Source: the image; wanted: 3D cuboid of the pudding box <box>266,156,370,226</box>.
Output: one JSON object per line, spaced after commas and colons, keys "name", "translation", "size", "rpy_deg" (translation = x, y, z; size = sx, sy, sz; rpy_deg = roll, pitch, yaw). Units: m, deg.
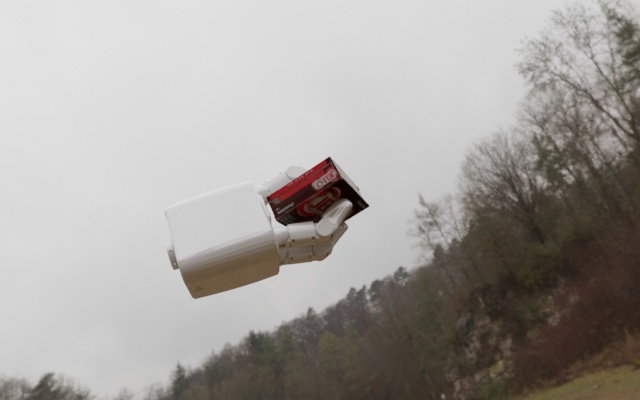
{"name": "pudding box", "translation": [0.000, 0.002, 0.578], "size": [0.090, 0.039, 0.113], "rpy_deg": [-31, -24, 11]}
